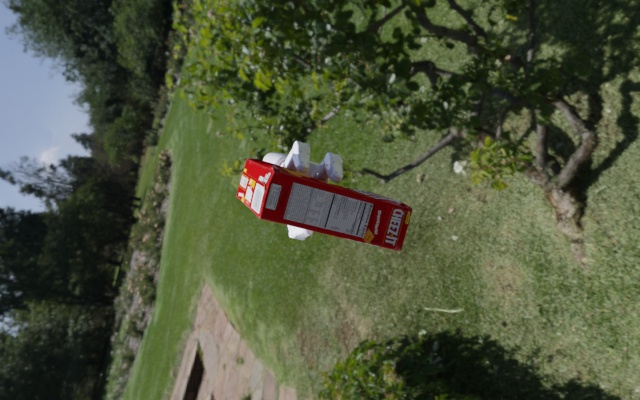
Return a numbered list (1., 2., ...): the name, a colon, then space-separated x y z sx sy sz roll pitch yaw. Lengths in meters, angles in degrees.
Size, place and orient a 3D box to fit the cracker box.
1. cracker box: 0.000 0.002 0.699 0.214 0.072 0.164 14 5 -22
